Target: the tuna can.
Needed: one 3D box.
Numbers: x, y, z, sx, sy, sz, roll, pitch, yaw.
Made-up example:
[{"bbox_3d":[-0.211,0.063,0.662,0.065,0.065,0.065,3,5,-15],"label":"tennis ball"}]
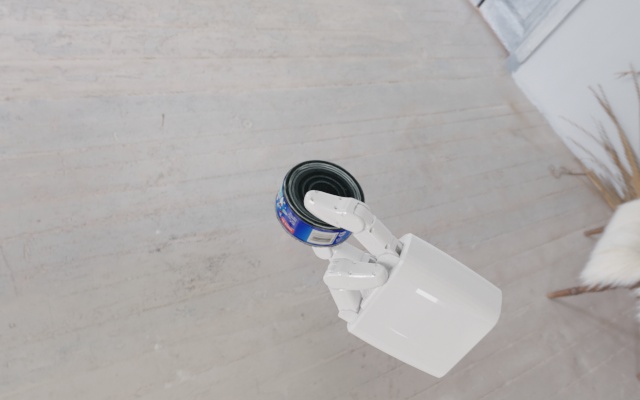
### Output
[{"bbox_3d":[0.000,0.001,0.471,0.086,0.086,0.034,0,-35,-21],"label":"tuna can"}]
